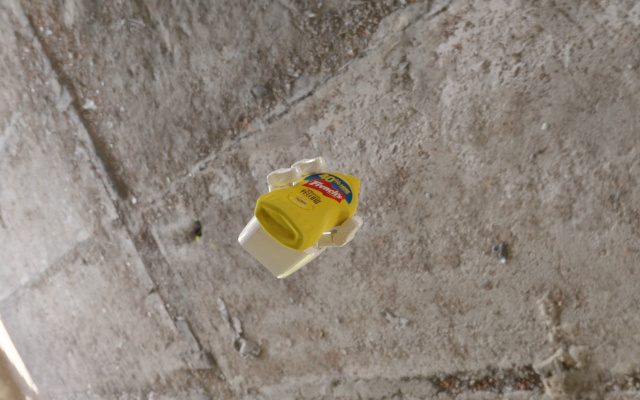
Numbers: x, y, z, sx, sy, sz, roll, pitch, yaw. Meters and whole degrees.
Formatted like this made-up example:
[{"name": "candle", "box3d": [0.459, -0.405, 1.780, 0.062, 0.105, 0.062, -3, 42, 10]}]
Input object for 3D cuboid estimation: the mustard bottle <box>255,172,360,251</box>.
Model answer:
[{"name": "mustard bottle", "box3d": [0.000, 0.002, 0.710, 0.096, 0.058, 0.191, 35, 38, 23]}]
